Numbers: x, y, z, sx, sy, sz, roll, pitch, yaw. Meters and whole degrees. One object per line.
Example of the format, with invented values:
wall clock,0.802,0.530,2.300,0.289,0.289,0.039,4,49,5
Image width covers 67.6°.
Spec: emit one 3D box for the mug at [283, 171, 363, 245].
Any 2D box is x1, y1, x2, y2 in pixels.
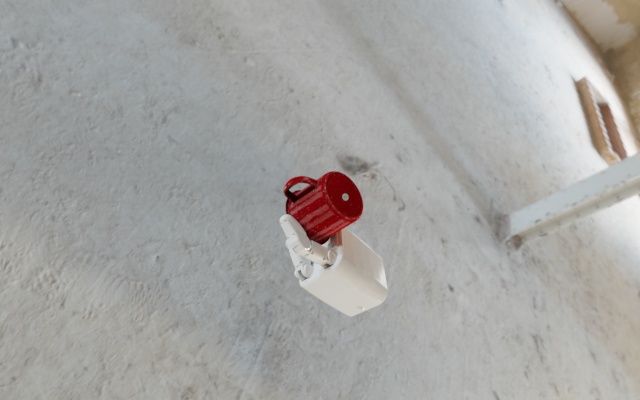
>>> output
mug,-0.001,0.001,0.701,0.117,0.093,0.081,37,-48,-23
